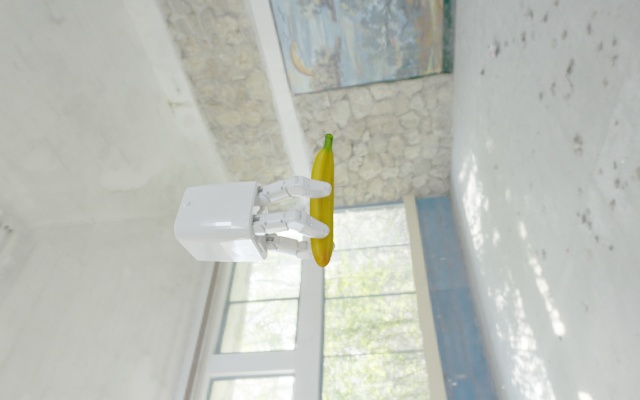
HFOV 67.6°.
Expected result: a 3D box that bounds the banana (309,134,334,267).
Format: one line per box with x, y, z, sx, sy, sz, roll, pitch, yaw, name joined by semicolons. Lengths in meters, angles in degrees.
0.001;0.005;0.696;0.037;0.197;0.070;0;-19;4;banana
